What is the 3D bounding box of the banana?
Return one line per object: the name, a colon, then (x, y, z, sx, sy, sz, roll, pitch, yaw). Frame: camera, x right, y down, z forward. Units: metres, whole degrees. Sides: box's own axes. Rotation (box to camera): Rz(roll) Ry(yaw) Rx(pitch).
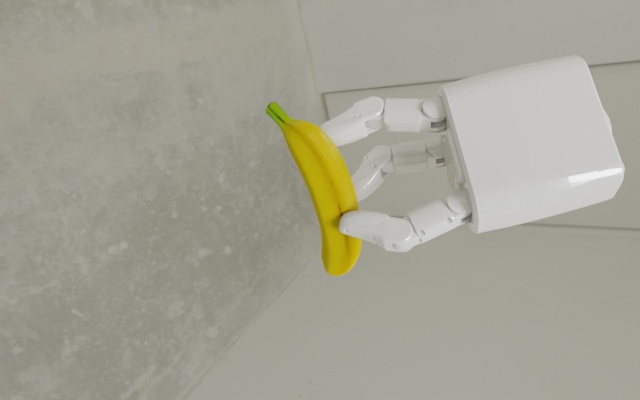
banana: (0.008, 0.007, 0.420, 0.037, 0.198, 0.069, -28, 37, -15)
